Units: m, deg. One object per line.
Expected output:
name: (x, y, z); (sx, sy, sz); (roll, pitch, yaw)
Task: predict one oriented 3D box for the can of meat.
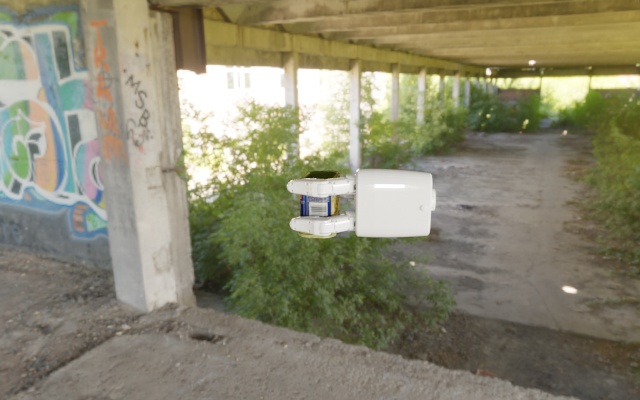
can of meat: (0.000, 0.002, 0.733); (0.057, 0.084, 0.102); (2, 14, 9)
